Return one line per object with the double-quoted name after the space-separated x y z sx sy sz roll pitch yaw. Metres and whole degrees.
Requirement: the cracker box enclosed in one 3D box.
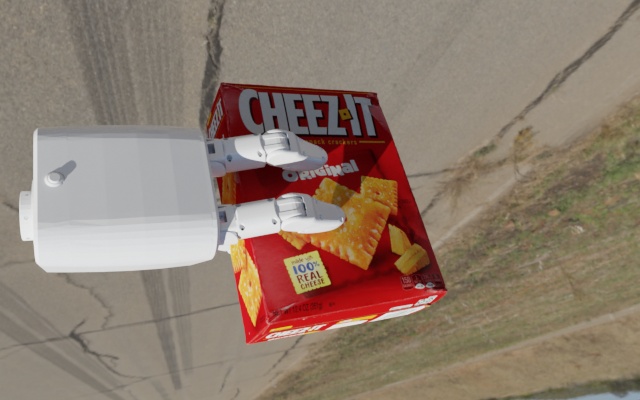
0.000 0.002 0.423 0.164 0.213 0.072 -3 -26 -27 "cracker box"
